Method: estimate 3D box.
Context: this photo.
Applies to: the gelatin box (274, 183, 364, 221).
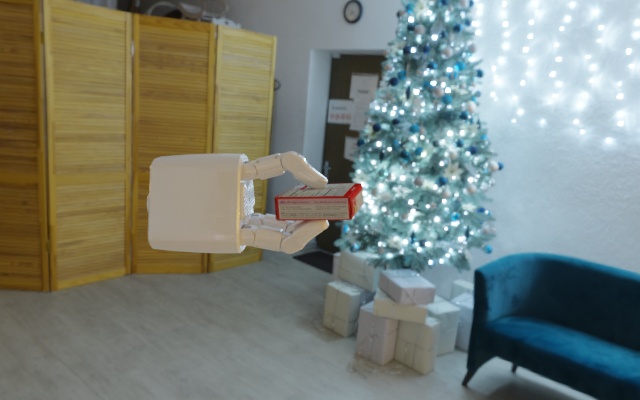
[{"bbox_3d":[0.000,0.001,0.553,0.089,0.030,0.073,-2,12,16],"label":"gelatin box"}]
